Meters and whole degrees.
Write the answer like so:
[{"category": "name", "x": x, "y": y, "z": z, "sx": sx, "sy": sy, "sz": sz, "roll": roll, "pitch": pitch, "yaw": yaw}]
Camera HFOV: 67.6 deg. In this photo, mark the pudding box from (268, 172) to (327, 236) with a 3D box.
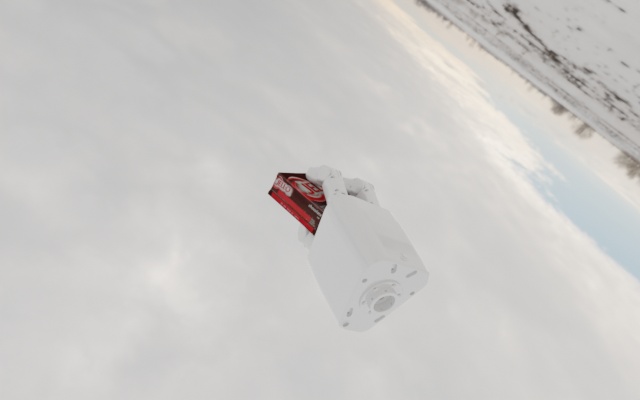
[{"category": "pudding box", "x": 0.000, "y": 0.002, "z": 0.622, "sx": 0.090, "sy": 0.039, "sz": 0.113, "roll": 41, "pitch": 21, "yaw": 25}]
